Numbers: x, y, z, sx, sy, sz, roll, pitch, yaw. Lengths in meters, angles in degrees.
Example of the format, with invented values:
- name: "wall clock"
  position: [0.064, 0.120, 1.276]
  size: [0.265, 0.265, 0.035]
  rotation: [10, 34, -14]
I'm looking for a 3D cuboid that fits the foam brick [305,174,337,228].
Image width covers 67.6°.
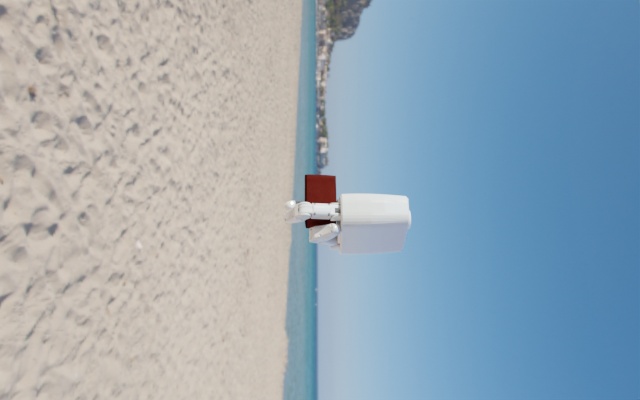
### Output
- name: "foam brick"
  position: [0.000, 0.002, 0.785]
  size: [0.051, 0.078, 0.053]
  rotation: [-1, -21, 0]
